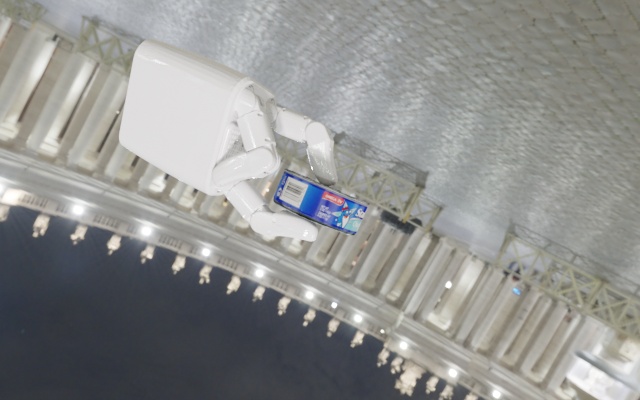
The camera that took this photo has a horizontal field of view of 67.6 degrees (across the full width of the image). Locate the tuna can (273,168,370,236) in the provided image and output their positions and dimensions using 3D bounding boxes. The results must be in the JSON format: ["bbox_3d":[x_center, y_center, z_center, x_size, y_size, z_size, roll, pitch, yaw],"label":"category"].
[{"bbox_3d":[0.000,0.002,0.445,0.086,0.034,0.086,23,2,-1],"label":"tuna can"}]
